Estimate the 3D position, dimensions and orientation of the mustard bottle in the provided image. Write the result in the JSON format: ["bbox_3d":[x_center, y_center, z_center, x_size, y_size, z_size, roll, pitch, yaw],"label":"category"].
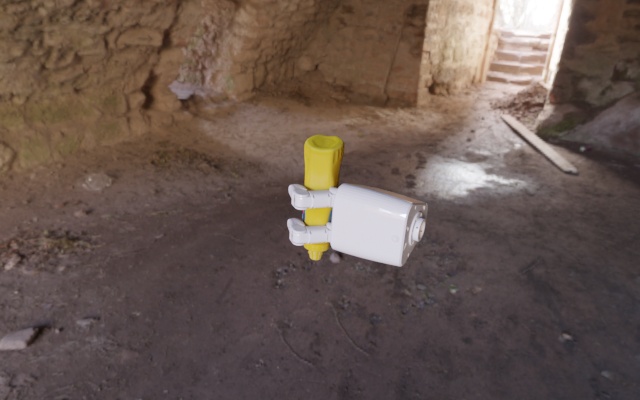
[{"bbox_3d":[0.000,0.002,0.727,0.058,0.192,0.096,5,21,3],"label":"mustard bottle"}]
